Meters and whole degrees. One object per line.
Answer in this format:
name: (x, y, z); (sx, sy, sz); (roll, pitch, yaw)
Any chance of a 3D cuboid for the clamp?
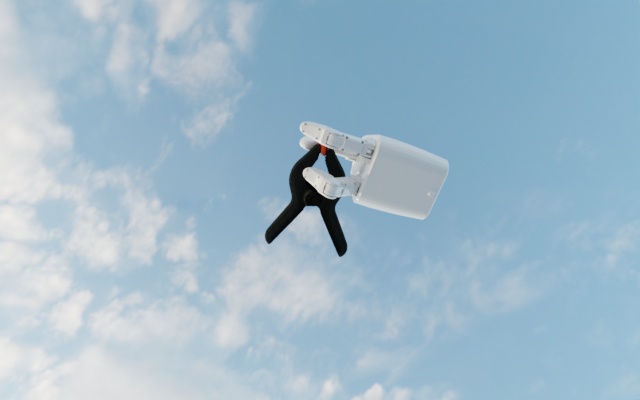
clamp: (0.000, 0.002, 0.673); (0.120, 0.171, 0.039); (17, 21, -10)
